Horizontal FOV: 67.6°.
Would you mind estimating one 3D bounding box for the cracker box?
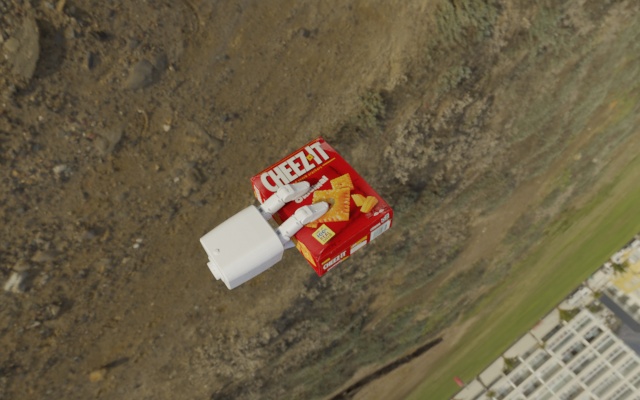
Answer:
[{"bbox_3d":[0.000,0.003,0.858,0.164,0.213,0.072,-33,-29,-16],"label":"cracker box"}]
